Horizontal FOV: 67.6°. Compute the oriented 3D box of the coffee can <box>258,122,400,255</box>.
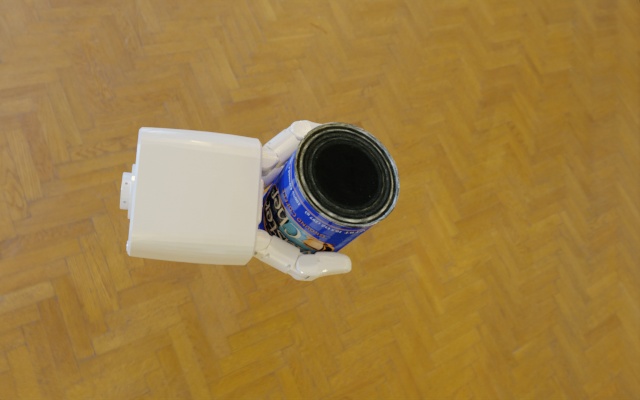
[{"bbox_3d":[0.000,0.002,0.479,0.103,0.102,0.140,0,-22,-23],"label":"coffee can"}]
